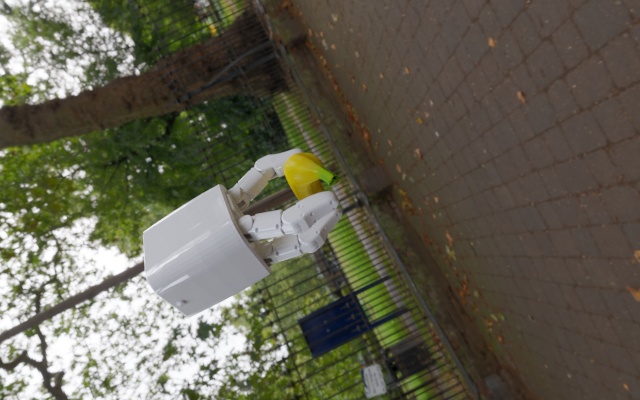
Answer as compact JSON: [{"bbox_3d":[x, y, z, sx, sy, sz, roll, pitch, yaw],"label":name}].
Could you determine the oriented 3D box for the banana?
[{"bbox_3d":[-0.011,-0.014,0.556,0.037,0.069,0.198,-35,-13,-6],"label":"banana"}]
